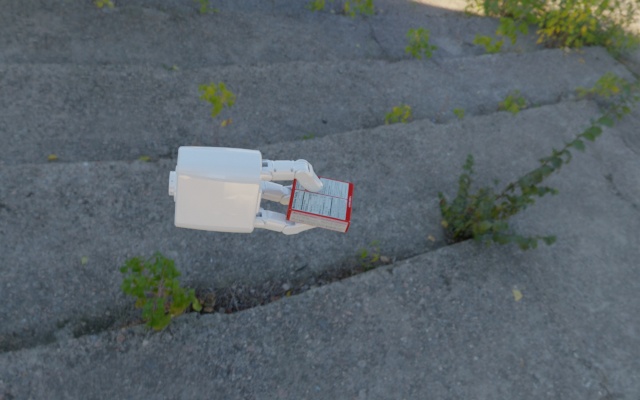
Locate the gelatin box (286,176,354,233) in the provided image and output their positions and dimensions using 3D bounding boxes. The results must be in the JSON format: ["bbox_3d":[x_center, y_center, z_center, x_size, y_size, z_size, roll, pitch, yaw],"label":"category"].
[{"bbox_3d":[0.001,0.002,0.683,0.089,0.073,0.030,11,-40,-4],"label":"gelatin box"}]
